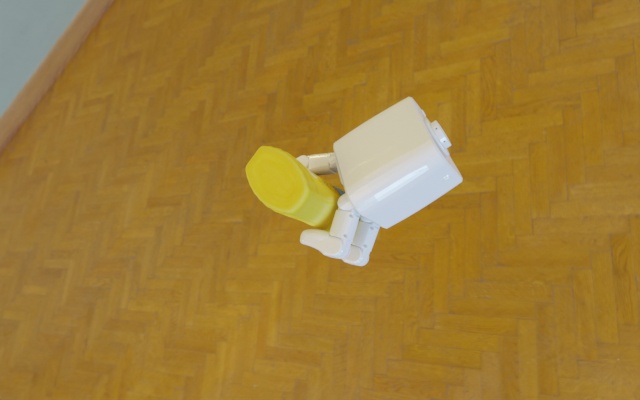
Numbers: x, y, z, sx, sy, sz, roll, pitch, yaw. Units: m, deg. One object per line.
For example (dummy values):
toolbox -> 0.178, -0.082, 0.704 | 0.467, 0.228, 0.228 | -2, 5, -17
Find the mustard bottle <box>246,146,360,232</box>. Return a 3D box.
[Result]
mustard bottle -> 0.000, 0.002, 0.572 | 0.096, 0.058, 0.192 | 41, 7, 35
